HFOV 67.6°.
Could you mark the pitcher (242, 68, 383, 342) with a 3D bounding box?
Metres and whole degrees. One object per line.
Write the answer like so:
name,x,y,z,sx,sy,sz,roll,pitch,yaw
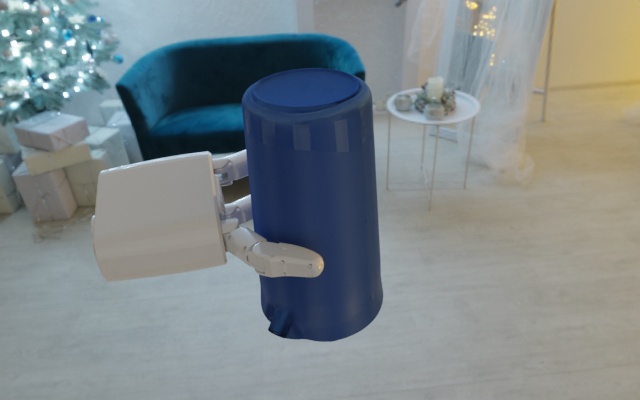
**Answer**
pitcher,0.000,0.002,0.463,0.145,0.243,0.149,-9,34,-8
